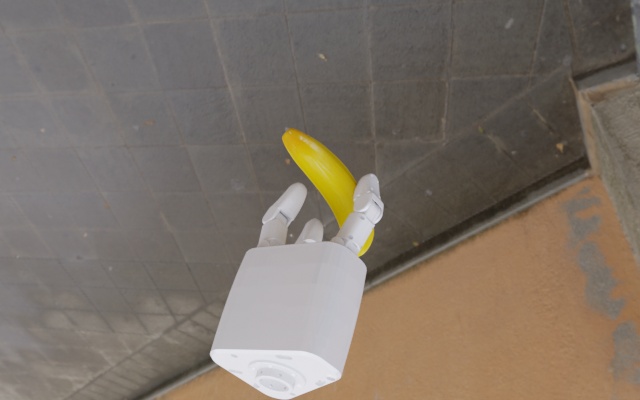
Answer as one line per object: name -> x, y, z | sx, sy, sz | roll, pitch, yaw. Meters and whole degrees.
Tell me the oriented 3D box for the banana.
banana -> 0.018, 0.005, 0.508 | 0.069, 0.037, 0.198 | 3, -41, 24
